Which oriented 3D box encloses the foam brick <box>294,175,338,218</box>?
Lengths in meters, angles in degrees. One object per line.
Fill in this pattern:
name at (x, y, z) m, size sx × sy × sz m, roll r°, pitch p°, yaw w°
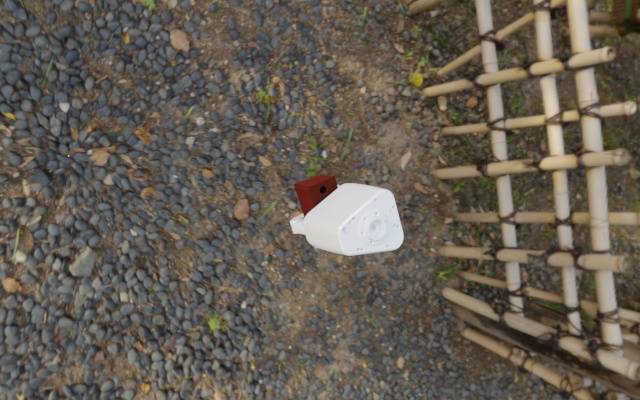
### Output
foam brick at (0.000, 0.002, 0.774) m, size 0.053 × 0.078 × 0.051 m, roll -23°, pitch 14°, yaw -24°
